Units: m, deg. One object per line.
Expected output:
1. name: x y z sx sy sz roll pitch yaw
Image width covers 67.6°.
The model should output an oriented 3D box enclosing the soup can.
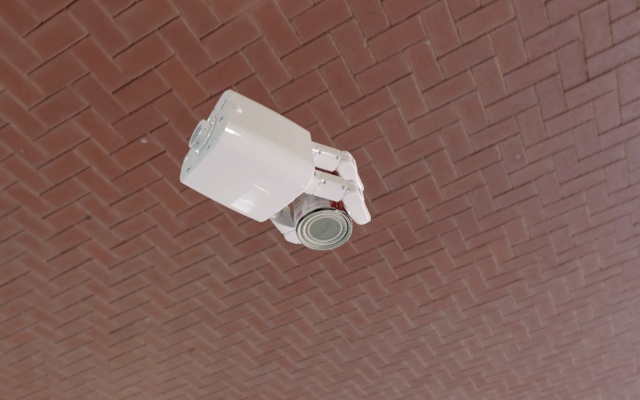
1. soup can: 0.000 0.002 0.587 0.068 0.069 0.102 0 41 -7
